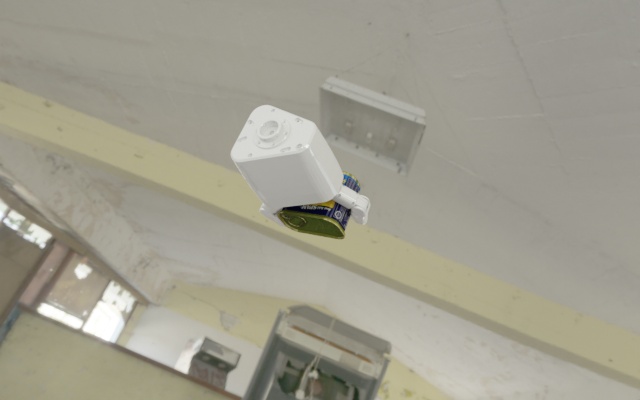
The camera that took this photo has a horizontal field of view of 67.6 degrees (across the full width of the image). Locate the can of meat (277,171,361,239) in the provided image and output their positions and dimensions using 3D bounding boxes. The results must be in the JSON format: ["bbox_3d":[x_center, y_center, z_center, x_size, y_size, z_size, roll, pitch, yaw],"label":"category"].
[{"bbox_3d":[0.000,0.002,0.699,0.102,0.084,0.057,8,-28,30],"label":"can of meat"}]
